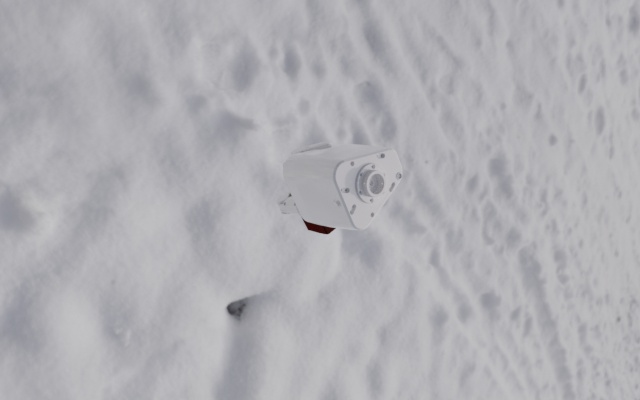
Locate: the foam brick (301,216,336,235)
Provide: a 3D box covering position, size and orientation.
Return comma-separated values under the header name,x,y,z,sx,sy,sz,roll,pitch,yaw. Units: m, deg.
name,x,y,z,sx,sy,sz,roll,pitch,yaw
foam brick,0.000,0.002,0.695,0.053,0.078,0.051,-37,26,-28
